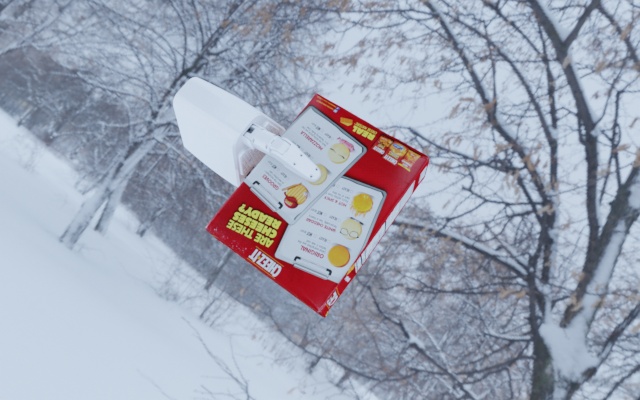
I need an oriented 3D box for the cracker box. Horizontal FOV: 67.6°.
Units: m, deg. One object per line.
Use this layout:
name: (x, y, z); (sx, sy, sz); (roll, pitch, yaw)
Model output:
cracker box: (0.000, 0.002, 0.564); (0.164, 0.213, 0.072); (33, -13, 18)
